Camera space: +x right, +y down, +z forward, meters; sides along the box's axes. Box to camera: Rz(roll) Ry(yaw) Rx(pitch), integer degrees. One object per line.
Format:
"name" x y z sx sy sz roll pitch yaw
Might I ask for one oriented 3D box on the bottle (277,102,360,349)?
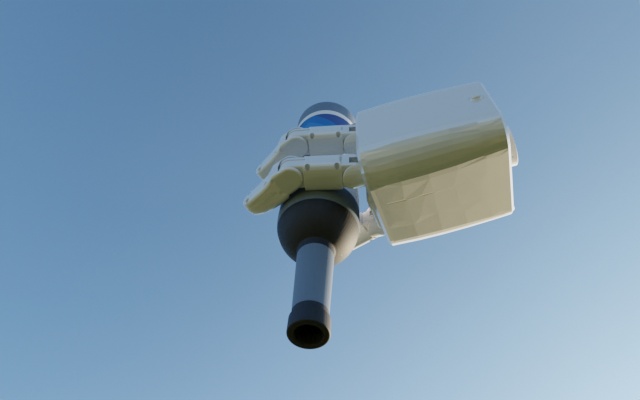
"bottle" 0.000 0.001 0.414 0.069 0.069 0.295 0 34 4
